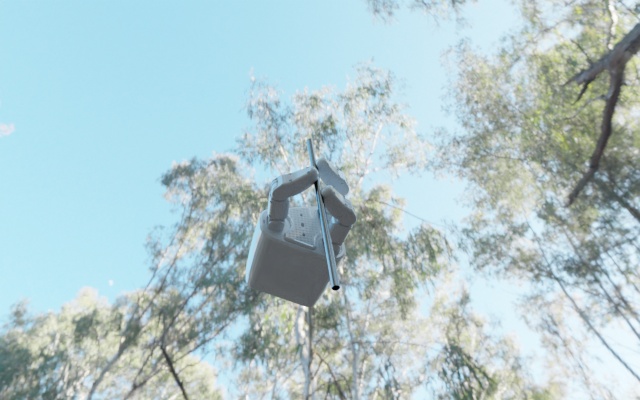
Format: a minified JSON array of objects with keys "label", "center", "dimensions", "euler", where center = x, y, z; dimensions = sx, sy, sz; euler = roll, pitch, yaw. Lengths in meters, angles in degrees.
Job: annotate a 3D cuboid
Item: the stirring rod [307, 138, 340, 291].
[{"label":"stirring rod","center":[0.000,0.002,0.529],"dimensions":[0.011,0.011,0.239],"euler":[0,41,-9]}]
